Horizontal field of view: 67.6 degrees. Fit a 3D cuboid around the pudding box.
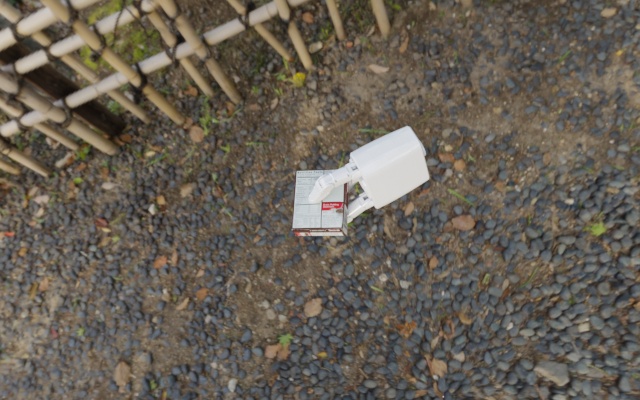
[{"bbox_3d":[0.000,0.003,0.812,0.090,0.113,0.039,-2,-23,13],"label":"pudding box"}]
